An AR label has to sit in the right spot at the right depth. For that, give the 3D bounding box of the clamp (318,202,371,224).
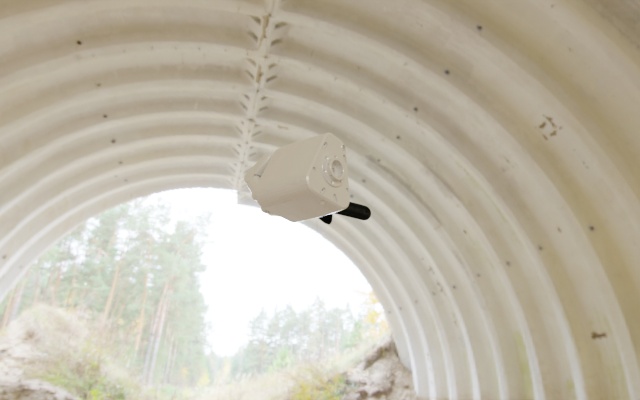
[{"bbox_3d":[0.000,0.002,0.808,0.120,0.039,0.171,-12,-27,42],"label":"clamp"}]
